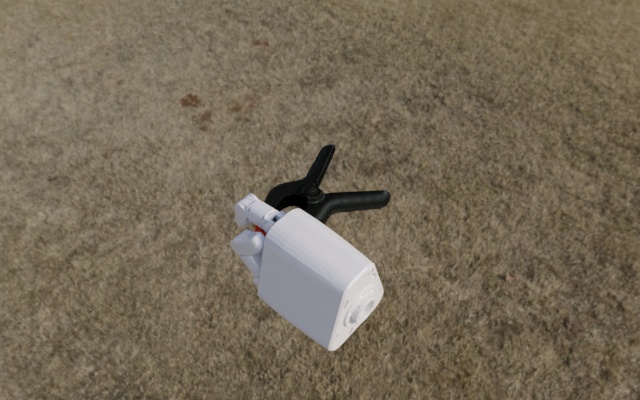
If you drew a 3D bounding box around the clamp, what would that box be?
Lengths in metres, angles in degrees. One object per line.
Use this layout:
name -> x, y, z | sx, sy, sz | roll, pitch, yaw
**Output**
clamp -> 0.000, 0.002, 0.585 | 0.120, 0.039, 0.171 | 33, 57, 28
